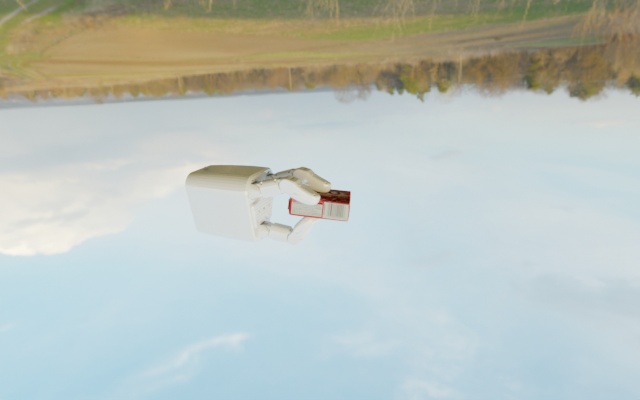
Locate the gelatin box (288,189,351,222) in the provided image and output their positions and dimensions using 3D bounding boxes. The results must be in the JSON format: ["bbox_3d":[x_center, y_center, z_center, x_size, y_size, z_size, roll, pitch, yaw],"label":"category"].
[{"bbox_3d":[0.000,0.003,0.715,0.089,0.030,0.073,7,16,3],"label":"gelatin box"}]
